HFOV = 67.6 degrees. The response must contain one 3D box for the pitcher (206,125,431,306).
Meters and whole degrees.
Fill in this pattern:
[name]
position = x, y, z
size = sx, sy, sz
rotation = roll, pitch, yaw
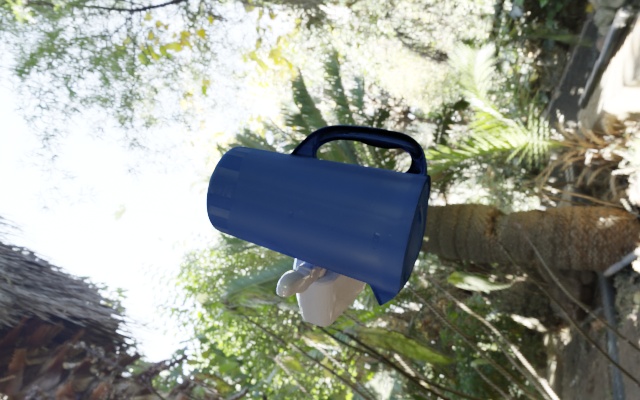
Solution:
[pitcher]
position = 0.000, 0.002, 0.548
size = 0.243, 0.145, 0.149
rotation = 14, 49, 17
